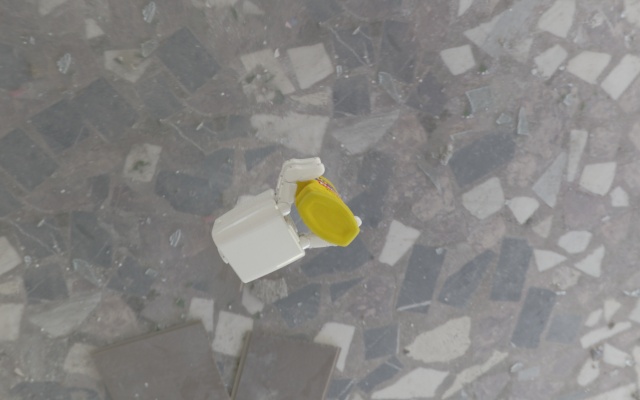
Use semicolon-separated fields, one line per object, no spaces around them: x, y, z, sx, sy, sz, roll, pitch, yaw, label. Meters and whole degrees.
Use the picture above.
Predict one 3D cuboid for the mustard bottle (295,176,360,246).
0.000;0.002;0.735;0.096;0.058;0.191;38;7;-15;mustard bottle
